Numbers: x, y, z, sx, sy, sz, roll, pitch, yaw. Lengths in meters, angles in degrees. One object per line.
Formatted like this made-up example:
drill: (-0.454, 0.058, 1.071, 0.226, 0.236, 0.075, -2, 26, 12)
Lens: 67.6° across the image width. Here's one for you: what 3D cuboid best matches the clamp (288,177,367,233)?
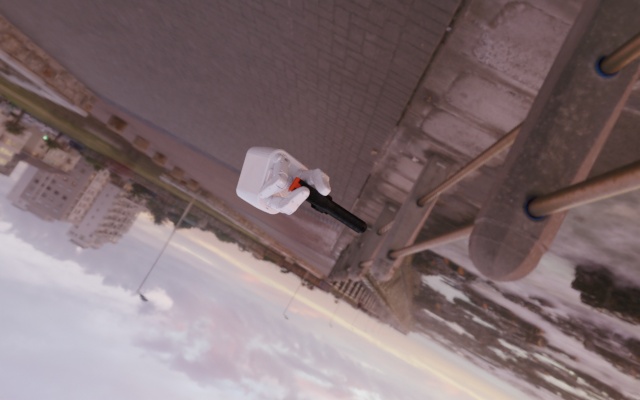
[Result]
clamp: (0.000, 0.003, 0.889, 0.171, 0.039, 0.120, 36, -10, -34)
